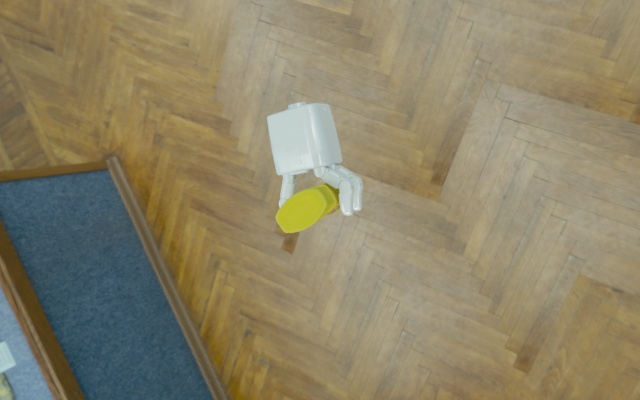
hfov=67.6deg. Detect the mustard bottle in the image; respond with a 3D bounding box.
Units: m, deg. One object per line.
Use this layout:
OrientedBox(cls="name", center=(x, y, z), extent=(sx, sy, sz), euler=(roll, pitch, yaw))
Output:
OrientedBox(cls="mustard bottle", center=(0.000, 0.003, 0.841), extent=(0.096, 0.058, 0.191), euler=(-36, -4, 22))
